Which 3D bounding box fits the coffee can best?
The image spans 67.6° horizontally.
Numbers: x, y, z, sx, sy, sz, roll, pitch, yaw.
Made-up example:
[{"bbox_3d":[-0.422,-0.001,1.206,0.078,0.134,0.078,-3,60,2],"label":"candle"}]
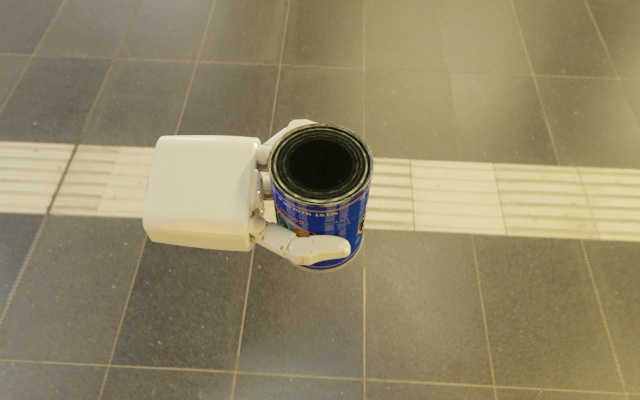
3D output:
[{"bbox_3d":[0.000,0.002,0.516,0.103,0.102,0.140,0,-34,0],"label":"coffee can"}]
